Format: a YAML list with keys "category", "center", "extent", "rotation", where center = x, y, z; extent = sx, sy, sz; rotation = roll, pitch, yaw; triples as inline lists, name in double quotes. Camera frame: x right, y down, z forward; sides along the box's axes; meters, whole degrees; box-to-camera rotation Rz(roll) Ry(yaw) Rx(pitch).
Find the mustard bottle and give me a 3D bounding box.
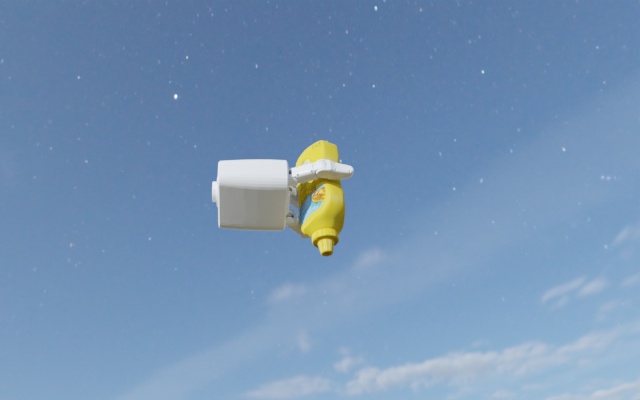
- category: "mustard bottle"
  center: [0.000, 0.002, 0.765]
  extent: [0.058, 0.191, 0.096]
  rotation: [17, -42, -29]
